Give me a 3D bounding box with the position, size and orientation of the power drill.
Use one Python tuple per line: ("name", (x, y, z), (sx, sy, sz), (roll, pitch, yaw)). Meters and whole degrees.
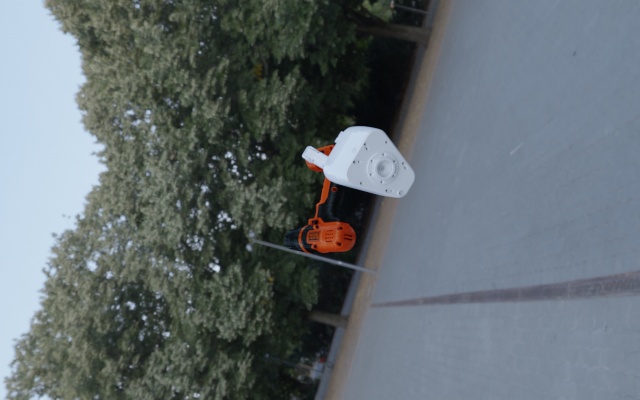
("power drill", (0.000, 0.002, 0.863), (0.057, 0.187, 0.184), (11, -11, -36))
